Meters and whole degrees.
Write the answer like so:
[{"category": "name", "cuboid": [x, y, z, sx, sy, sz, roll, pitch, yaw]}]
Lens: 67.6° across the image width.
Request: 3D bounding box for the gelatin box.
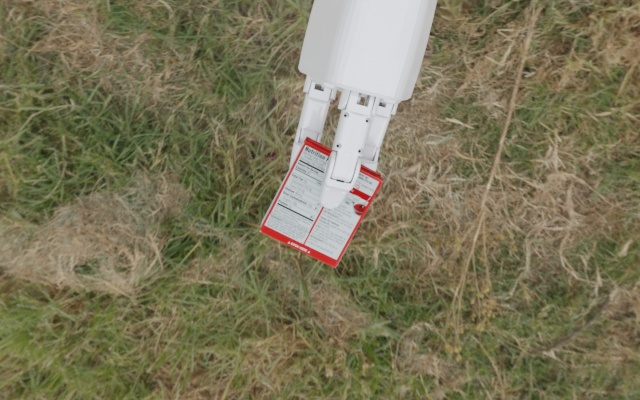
[{"category": "gelatin box", "cuboid": [0.000, 0.002, 0.405, 0.073, 0.089, 0.030, 26, 11, -8]}]
